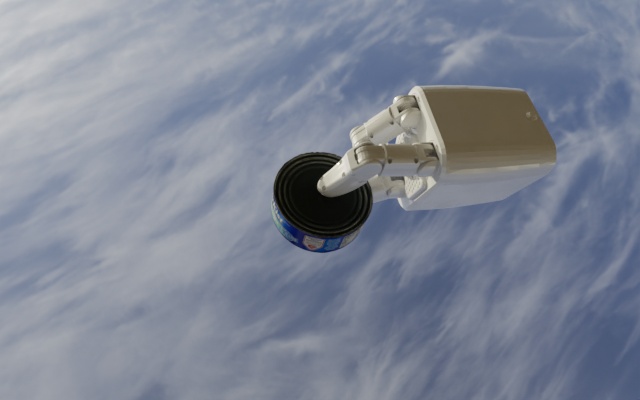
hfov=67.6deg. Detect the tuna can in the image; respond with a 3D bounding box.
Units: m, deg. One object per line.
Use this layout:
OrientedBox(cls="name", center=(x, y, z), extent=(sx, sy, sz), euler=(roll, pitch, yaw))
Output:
OrientedBox(cls="tuna can", center=(0.000, 0.002, 0.417), extent=(0.086, 0.086, 0.034), euler=(0, -31, -12))
